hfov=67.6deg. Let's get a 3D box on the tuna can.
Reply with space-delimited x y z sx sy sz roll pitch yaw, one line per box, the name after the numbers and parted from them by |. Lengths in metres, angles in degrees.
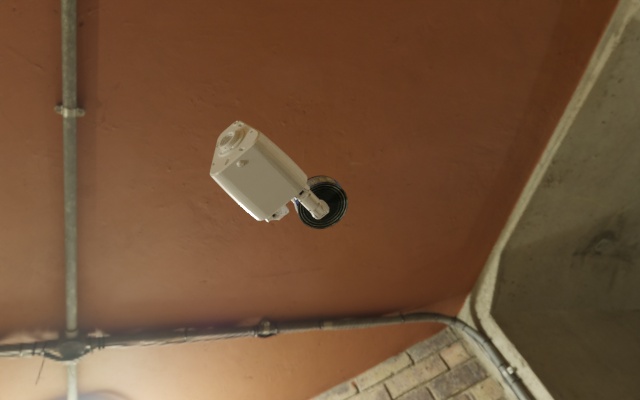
0.000 0.002 0.790 0.086 0.086 0.033 0 28 -17 | tuna can
